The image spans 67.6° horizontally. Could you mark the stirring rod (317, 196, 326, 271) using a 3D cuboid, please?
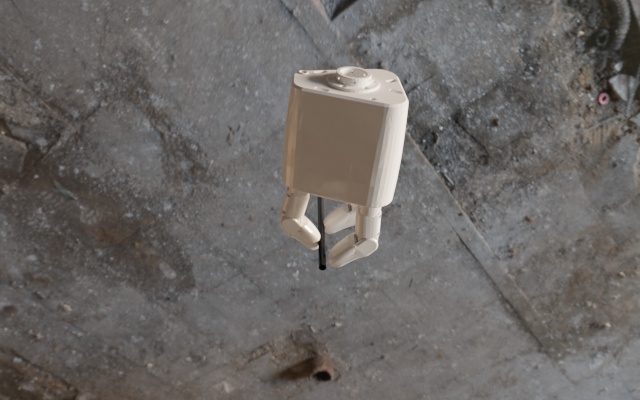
[{"bbox_3d":[0.000,0.002,0.596,0.011,0.011,0.239,0,35,-1],"label":"stirring rod"}]
